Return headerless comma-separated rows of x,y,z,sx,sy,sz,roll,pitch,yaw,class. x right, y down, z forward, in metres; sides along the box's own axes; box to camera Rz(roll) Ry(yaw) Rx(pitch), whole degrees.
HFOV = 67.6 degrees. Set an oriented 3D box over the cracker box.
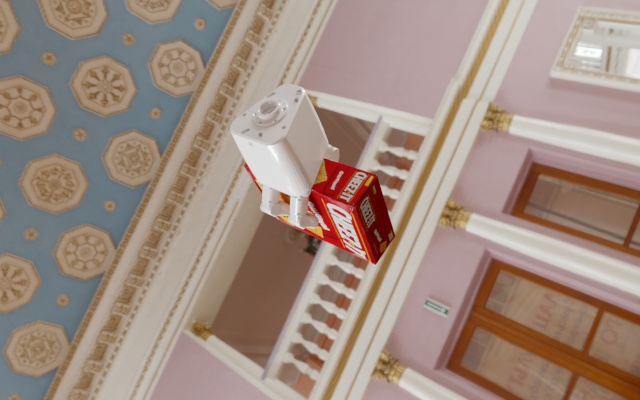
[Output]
0.000,0.002,0.765,0.213,0.072,0.164,22,-25,32,cracker box
